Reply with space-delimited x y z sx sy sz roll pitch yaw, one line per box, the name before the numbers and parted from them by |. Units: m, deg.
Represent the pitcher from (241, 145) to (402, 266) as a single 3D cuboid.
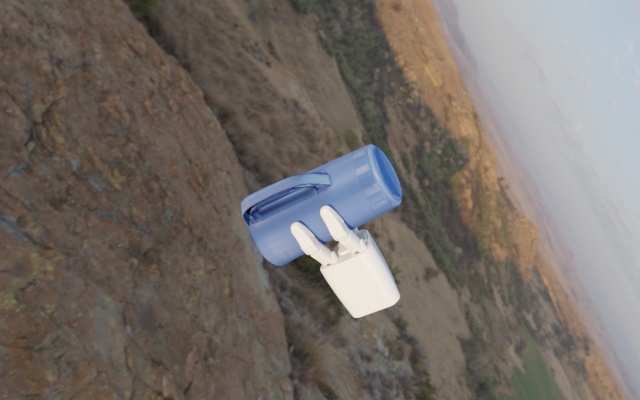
pitcher | 0.000 0.003 0.783 0.243 0.145 0.149 -26 12 22
